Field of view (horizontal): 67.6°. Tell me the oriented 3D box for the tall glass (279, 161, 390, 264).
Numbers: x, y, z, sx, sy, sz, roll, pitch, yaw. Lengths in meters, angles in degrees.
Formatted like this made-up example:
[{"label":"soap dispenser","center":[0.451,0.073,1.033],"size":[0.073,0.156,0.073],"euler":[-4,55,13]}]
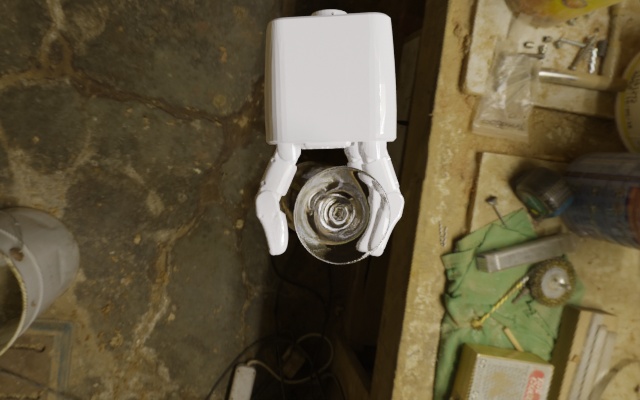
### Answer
[{"label":"tall glass","center":[0.000,0.002,0.454],"size":[0.079,0.079,0.201],"euler":[0,5,-10]}]
